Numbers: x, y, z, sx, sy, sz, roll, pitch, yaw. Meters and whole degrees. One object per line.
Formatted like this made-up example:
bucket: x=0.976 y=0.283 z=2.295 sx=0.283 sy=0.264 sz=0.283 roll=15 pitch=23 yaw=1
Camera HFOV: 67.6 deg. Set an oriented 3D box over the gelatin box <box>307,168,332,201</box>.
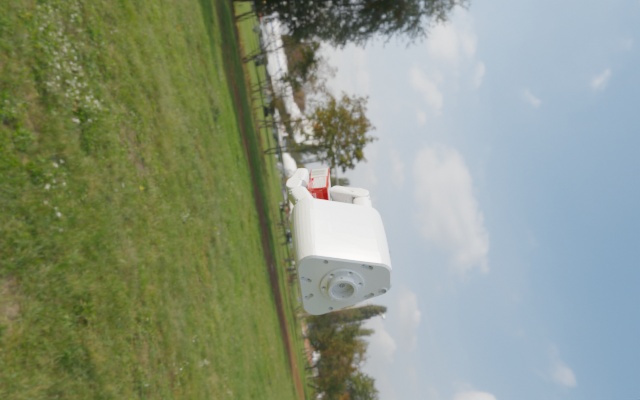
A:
gelatin box: x=0.001 y=0.002 z=0.680 sx=0.030 sy=0.073 sz=0.089 roll=-4 pitch=21 yaw=4
